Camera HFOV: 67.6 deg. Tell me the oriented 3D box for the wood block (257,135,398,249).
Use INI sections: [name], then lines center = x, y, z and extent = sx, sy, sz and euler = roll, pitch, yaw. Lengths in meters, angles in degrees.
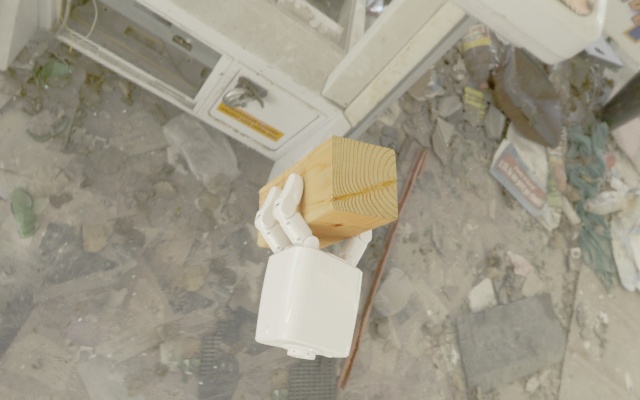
[wood block]
center = 0.000, 0.002, 0.622
extent = 0.091, 0.090, 0.206
euler = 10, -20, -28
